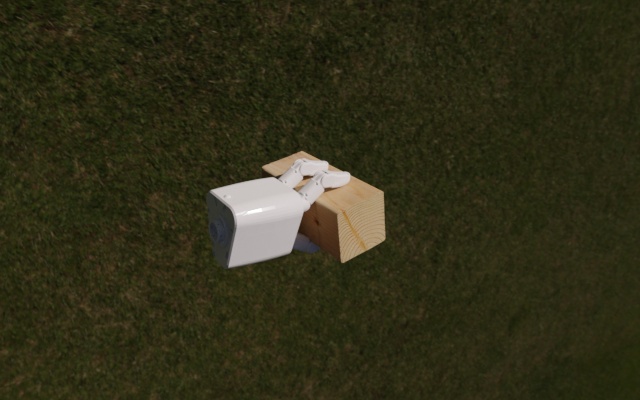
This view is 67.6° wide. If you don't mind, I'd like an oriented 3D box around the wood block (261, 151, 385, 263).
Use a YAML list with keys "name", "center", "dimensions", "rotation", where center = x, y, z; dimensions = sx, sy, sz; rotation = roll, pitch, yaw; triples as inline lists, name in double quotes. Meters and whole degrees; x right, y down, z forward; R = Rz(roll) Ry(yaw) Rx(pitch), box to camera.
- name: "wood block"
  center: [0.000, 0.003, 0.768]
  dimensions: [0.090, 0.091, 0.206]
  rotation: [-25, 36, -28]
